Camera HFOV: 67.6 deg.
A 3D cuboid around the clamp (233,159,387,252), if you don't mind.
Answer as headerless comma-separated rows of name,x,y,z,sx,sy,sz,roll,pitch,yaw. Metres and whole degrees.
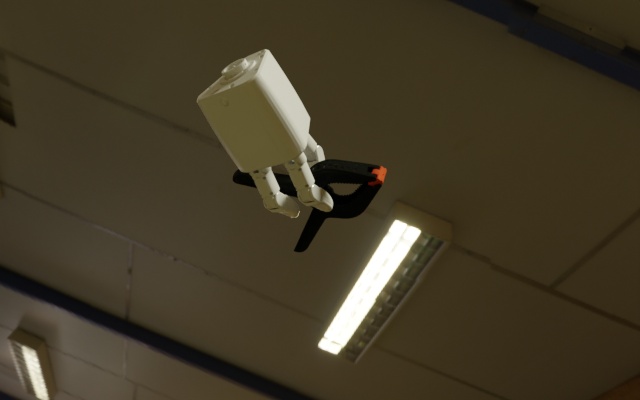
clamp,0.001,0.001,0.660,0.210,0.165,0.036,-12,37,30
